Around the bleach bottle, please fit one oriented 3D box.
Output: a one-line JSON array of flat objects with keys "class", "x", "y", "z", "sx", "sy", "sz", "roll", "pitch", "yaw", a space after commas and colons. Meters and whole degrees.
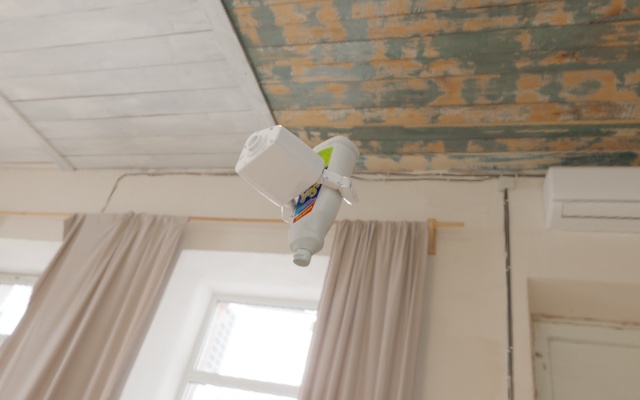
[{"class": "bleach bottle", "x": 0.000, "y": 0.003, "z": 0.862, "sx": 0.102, "sy": 0.250, "sz": 0.068, "roll": -21, "pitch": -49, "yaw": 40}]
